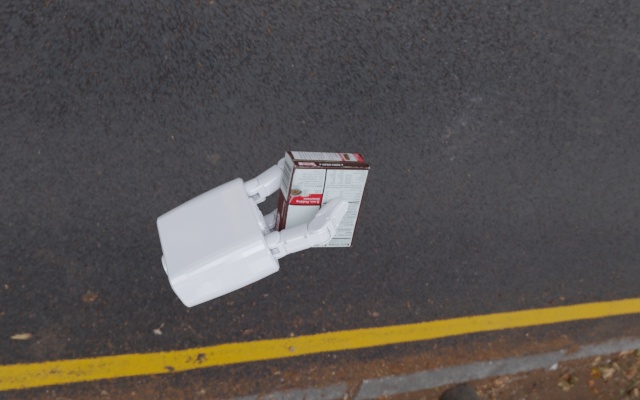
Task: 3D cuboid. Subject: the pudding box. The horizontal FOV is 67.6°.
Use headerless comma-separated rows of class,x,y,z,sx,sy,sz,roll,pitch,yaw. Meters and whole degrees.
pudding box,0.000,0.002,0.544,0.090,0.114,0.039,0,33,-19
